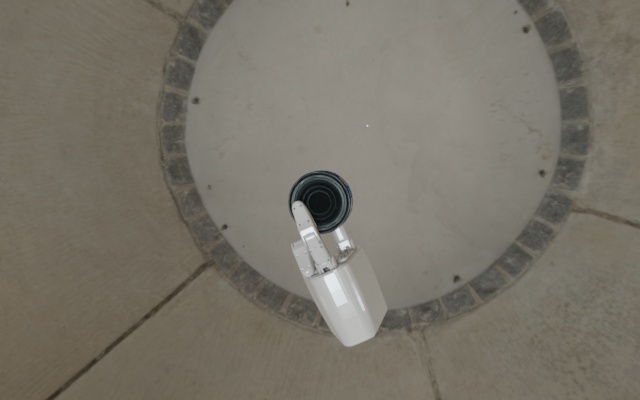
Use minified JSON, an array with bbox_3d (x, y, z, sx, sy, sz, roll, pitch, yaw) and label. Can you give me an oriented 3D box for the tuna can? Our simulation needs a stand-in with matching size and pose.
[{"bbox_3d":[0.000,0.002,0.646,0.086,0.086,0.034,0,4,8],"label":"tuna can"}]
